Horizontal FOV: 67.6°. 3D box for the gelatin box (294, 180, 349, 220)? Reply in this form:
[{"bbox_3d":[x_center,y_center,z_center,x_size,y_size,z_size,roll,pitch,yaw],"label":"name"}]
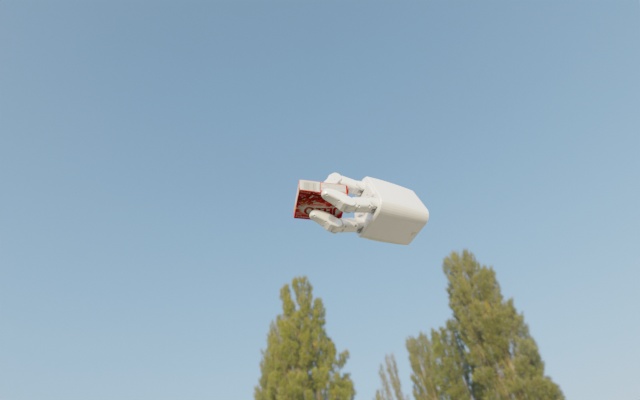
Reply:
[{"bbox_3d":[0.000,0.002,0.856,0.089,0.030,0.073,6,-46,-8],"label":"gelatin box"}]
